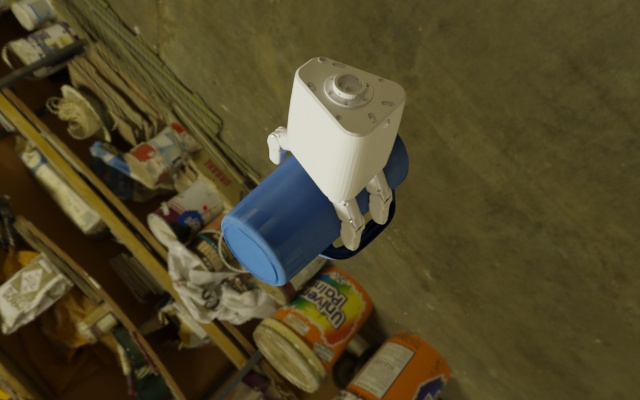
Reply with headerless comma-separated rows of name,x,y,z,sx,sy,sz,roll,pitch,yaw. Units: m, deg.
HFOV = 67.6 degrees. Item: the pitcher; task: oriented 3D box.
pitcher,0.000,0.002,0.619,0.149,0.242,0.145,38,-30,17
